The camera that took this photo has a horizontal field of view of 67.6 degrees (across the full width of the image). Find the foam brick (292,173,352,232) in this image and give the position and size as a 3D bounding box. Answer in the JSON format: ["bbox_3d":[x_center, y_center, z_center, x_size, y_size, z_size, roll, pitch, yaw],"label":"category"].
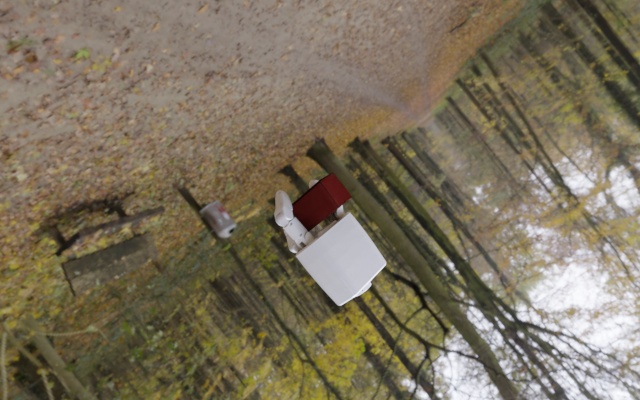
[{"bbox_3d":[0.000,0.002,0.752,0.078,0.051,0.053,-40,-3,34],"label":"foam brick"}]
